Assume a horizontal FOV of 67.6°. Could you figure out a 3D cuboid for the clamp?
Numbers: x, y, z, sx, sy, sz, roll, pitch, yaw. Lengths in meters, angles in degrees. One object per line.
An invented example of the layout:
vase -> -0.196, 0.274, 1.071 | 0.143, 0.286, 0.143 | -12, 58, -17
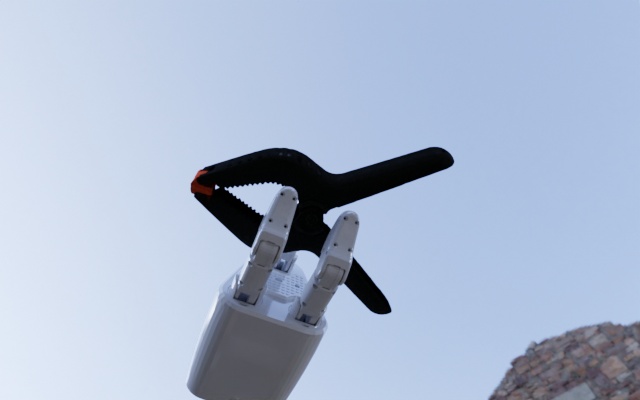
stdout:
clamp -> -0.001, 0.001, 0.406 | 0.210, 0.164, 0.036 | 21, 19, -11
